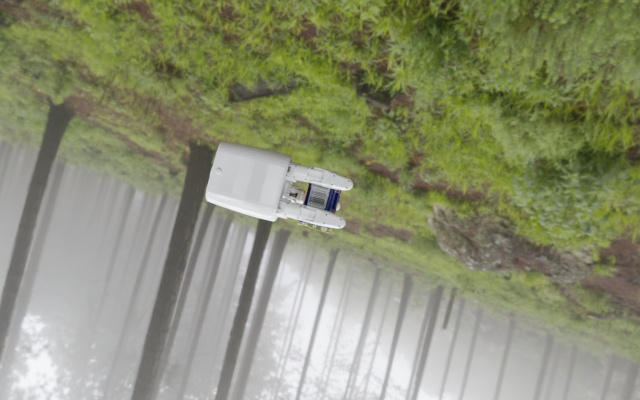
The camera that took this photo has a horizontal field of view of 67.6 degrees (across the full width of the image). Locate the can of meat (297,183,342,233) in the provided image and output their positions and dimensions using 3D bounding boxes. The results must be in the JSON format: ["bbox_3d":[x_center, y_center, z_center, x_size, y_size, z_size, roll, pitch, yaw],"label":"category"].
[{"bbox_3d":[0.000,0.003,0.728,0.057,0.084,0.102,15,-2,0],"label":"can of meat"}]
